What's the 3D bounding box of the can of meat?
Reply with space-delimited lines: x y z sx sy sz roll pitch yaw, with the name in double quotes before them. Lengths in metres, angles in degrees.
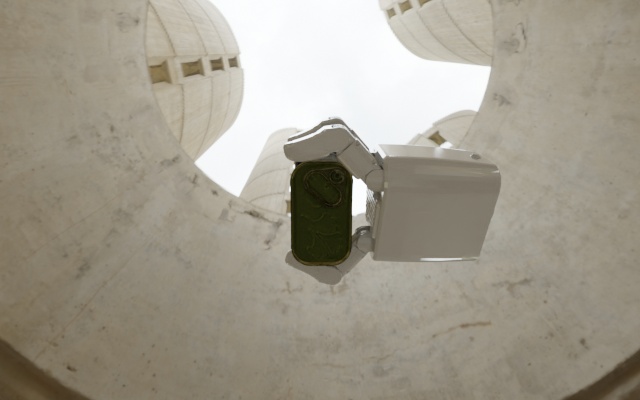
"can of meat" 0.000 0.002 0.477 0.057 0.102 0.084 0 17 -1
